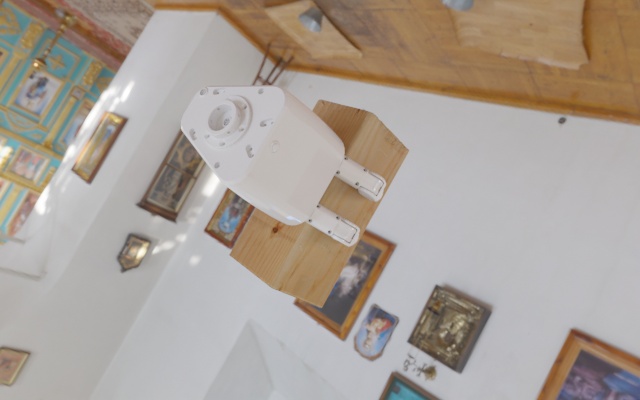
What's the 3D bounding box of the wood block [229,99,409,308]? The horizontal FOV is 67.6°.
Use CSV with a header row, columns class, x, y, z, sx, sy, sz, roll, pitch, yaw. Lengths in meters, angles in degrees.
class,x,y,z,sx,sy,sz,roll,pitch,yaw
wood block,0.000,0.002,0.544,0.090,0.206,0.090,26,-5,45
